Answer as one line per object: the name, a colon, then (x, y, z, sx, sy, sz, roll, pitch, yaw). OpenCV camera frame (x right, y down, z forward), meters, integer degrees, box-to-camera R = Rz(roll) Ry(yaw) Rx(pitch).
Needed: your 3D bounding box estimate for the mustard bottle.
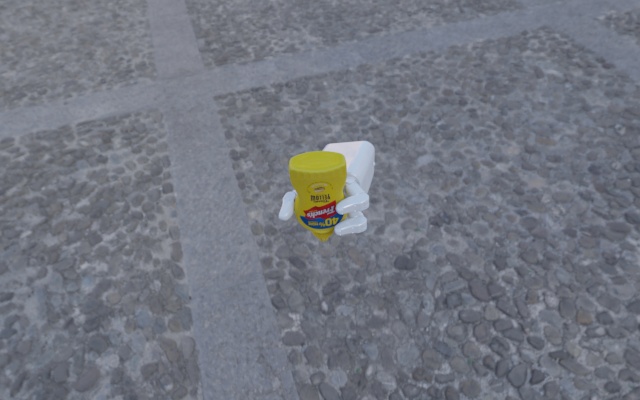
mustard bottle: (0.000, 0.003, 0.850, 0.096, 0.192, 0.058, -6, 44, -1)
